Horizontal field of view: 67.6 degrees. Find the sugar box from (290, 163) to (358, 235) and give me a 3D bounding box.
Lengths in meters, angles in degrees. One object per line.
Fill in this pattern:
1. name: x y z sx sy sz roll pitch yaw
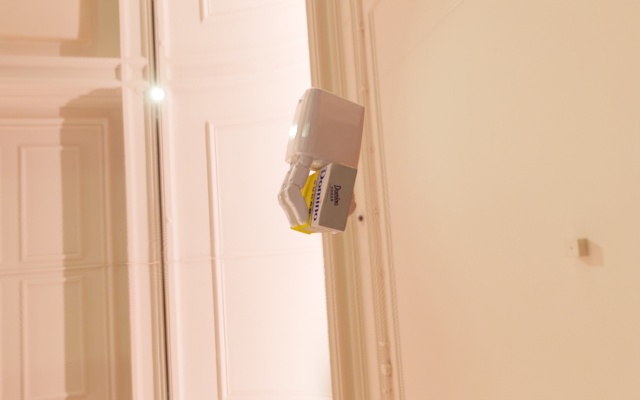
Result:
1. sugar box: 0.000 0.002 0.734 0.048 0.093 0.176 15 -10 -12
